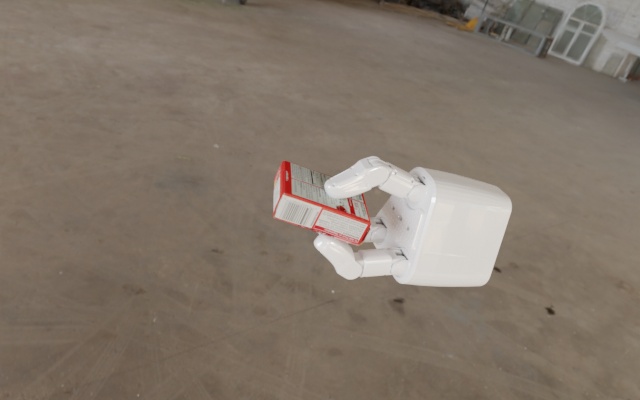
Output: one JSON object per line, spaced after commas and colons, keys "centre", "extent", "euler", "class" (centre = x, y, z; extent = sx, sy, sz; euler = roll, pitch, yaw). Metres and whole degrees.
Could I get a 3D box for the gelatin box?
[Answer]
{"centre": [0.000, 0.001, 0.456], "extent": [0.089, 0.030, 0.073], "euler": [19, 26, -14], "class": "gelatin box"}
